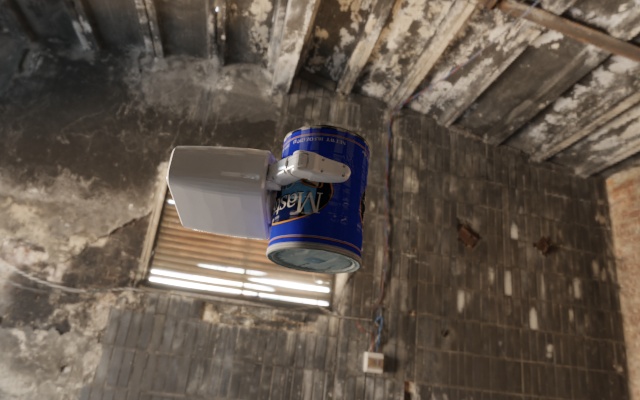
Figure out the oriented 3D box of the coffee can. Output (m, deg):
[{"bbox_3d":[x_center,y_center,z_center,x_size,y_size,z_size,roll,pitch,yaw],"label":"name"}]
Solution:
[{"bbox_3d":[0.000,0.002,0.537,0.103,0.140,0.103,6,-21,2],"label":"coffee can"}]
